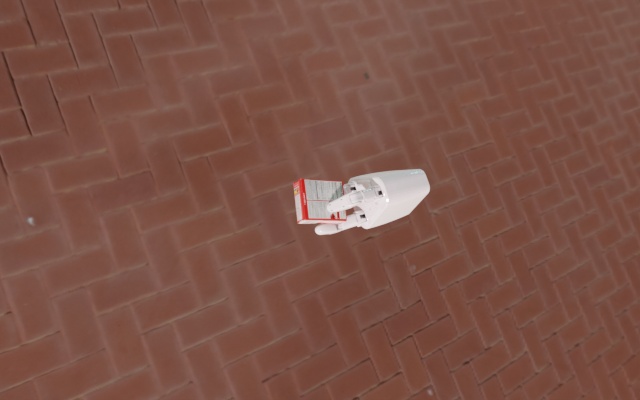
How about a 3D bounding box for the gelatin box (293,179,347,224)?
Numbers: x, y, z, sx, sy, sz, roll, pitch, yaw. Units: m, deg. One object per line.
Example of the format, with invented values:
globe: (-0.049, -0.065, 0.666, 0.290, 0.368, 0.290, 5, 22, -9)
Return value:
gelatin box: (0.000, 0.003, 0.825, 0.089, 0.073, 0.030, 2, -17, -32)
